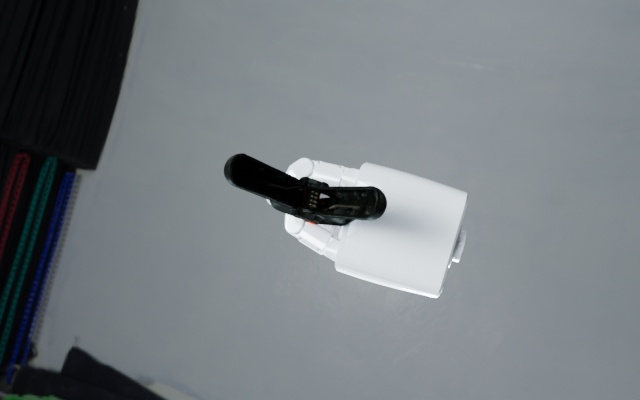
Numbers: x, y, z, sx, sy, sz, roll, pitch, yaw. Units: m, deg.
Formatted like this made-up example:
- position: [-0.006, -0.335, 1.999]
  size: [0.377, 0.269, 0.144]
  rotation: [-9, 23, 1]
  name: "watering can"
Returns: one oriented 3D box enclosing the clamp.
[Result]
- position: [0.000, 0.002, 0.410]
  size: [0.120, 0.039, 0.171]
  rotation: [19, -4, 13]
  name: "clamp"
